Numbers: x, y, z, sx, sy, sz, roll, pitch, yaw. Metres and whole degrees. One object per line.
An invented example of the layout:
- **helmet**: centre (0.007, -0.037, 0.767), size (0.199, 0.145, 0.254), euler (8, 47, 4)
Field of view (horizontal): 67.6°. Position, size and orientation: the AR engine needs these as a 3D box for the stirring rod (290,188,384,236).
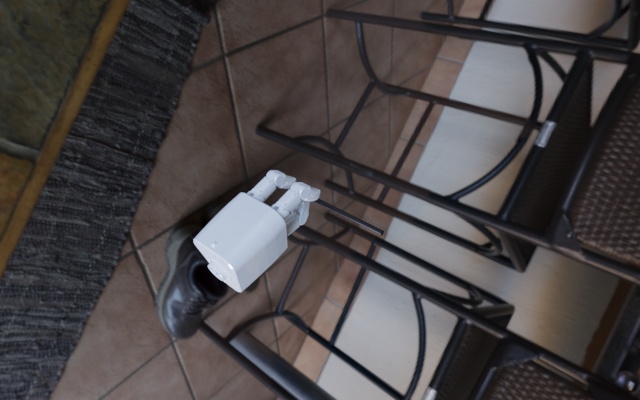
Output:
- **stirring rod**: centre (0.000, 0.003, 0.760), size (0.239, 0.011, 0.011), euler (27, 15, 33)
